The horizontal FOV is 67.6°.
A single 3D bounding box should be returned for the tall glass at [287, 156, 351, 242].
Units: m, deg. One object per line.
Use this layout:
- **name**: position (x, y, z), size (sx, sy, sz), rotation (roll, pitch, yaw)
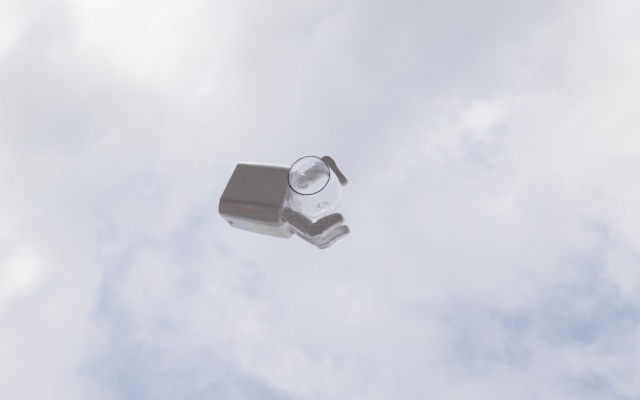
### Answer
- **tall glass**: position (0.000, 0.003, 0.757), size (0.079, 0.079, 0.201), rotation (0, -23, 10)
